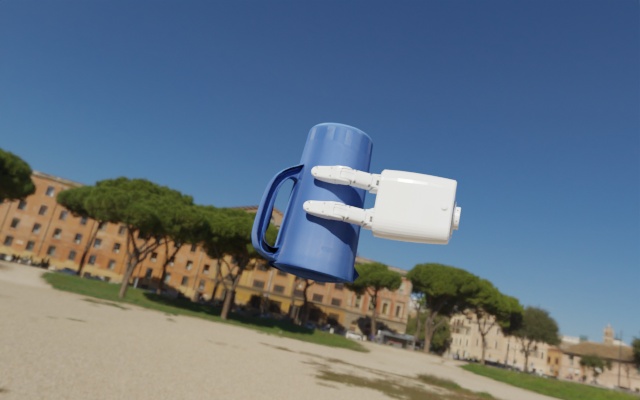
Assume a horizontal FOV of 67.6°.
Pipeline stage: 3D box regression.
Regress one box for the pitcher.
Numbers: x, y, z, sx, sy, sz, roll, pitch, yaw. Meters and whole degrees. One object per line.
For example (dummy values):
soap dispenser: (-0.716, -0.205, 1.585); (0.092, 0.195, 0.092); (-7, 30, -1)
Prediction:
pitcher: (0.000, 0.003, 0.753); (0.145, 0.242, 0.149); (7, -15, 20)
